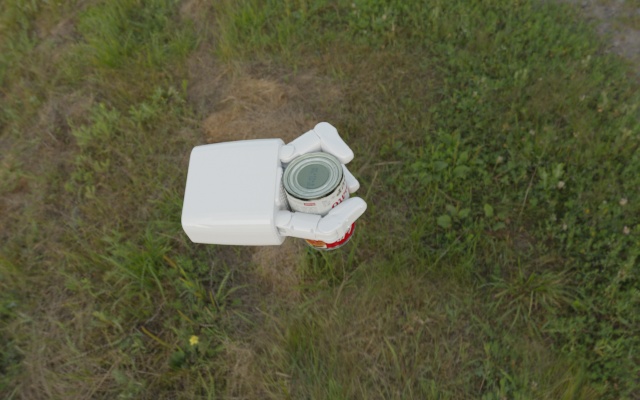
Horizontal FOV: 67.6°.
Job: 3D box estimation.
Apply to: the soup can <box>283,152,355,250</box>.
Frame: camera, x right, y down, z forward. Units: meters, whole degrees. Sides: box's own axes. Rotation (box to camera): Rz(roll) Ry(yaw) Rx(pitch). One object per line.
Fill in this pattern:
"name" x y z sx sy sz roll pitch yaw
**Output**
"soup can" 0.001 0.002 0.544 0.068 0.068 0.102 0 -36 13
